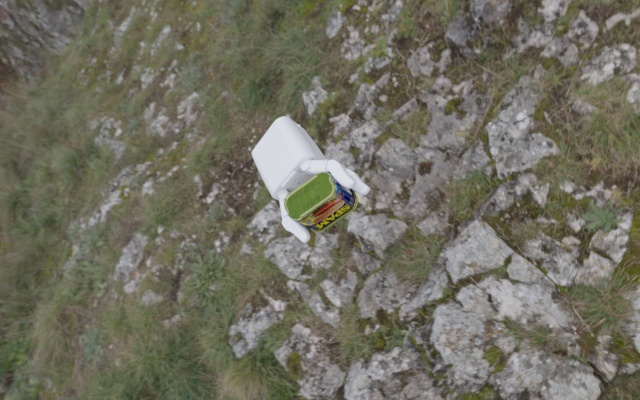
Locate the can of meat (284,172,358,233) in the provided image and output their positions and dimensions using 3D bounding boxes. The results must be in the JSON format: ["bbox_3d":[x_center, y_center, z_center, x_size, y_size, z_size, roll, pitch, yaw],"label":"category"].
[{"bbox_3d":[0.000,0.003,0.809,0.102,0.057,0.084,-35,-29,16],"label":"can of meat"}]
